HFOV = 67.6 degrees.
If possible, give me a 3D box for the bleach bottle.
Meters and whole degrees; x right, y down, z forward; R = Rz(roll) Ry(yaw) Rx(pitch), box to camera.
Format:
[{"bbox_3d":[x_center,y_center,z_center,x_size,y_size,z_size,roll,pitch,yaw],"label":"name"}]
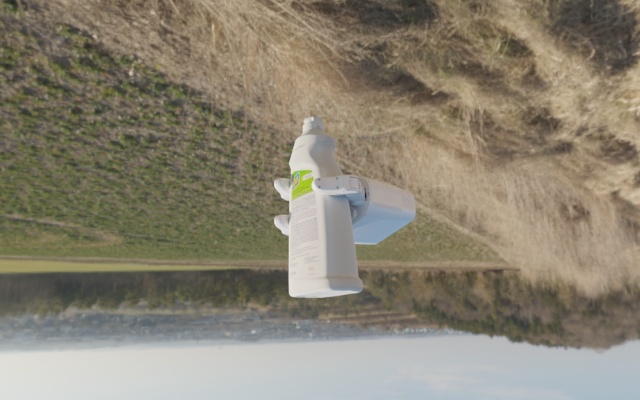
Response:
[{"bbox_3d":[0.000,0.002,0.654,0.068,0.250,0.102,12,-21,-40],"label":"bleach bottle"}]
